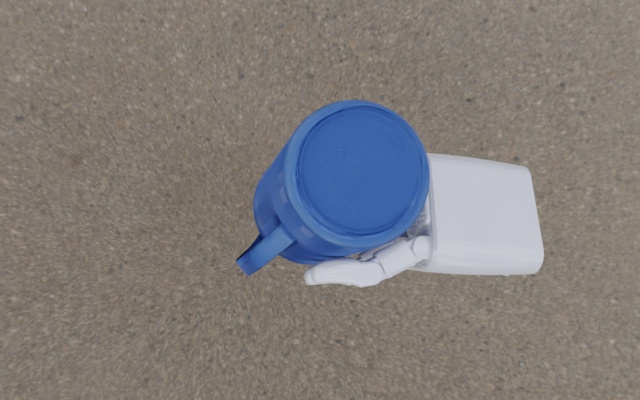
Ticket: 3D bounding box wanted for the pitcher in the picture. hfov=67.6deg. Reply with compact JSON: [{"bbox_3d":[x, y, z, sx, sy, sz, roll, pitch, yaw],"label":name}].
[{"bbox_3d":[0.000,0.001,0.445,0.145,0.149,0.243,6,-8,-9],"label":"pitcher"}]
